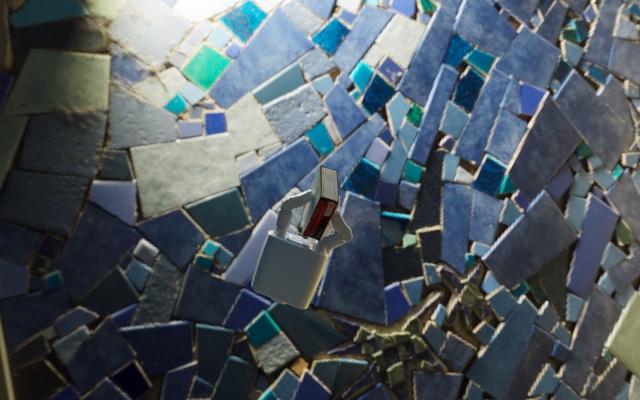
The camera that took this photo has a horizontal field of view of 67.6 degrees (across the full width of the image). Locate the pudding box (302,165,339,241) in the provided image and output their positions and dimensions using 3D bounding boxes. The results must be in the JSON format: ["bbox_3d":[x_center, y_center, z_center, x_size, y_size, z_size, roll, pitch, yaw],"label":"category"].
[{"bbox_3d":[0.000,0.003,0.859,0.039,0.090,0.113,18,32,-14],"label":"pudding box"}]
